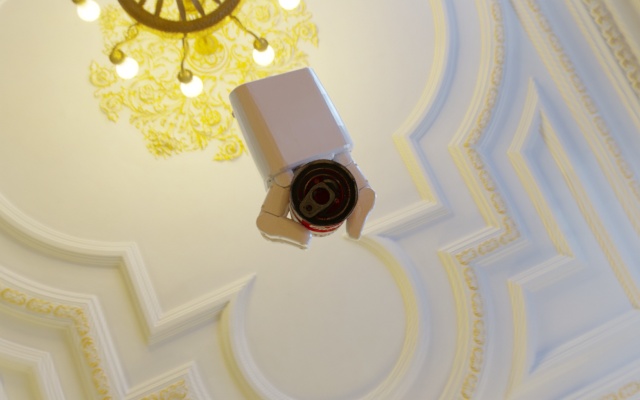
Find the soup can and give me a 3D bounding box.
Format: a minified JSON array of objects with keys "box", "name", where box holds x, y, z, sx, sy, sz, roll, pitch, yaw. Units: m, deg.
[{"box":[0.000,0.002,0.515,0.068,0.068,0.102,0,-11,-4],"name":"soup can"}]
